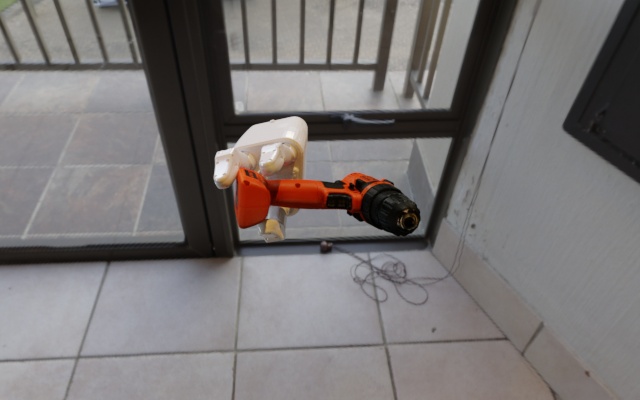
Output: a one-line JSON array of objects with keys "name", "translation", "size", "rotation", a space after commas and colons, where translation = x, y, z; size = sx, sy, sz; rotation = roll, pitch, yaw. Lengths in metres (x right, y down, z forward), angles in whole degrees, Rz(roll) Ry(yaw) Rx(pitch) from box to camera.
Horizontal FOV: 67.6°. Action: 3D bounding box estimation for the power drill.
[{"name": "power drill", "translation": [0.000, 0.002, 0.539], "size": [0.187, 0.057, 0.184], "rotation": [3, 10, -14]}]
